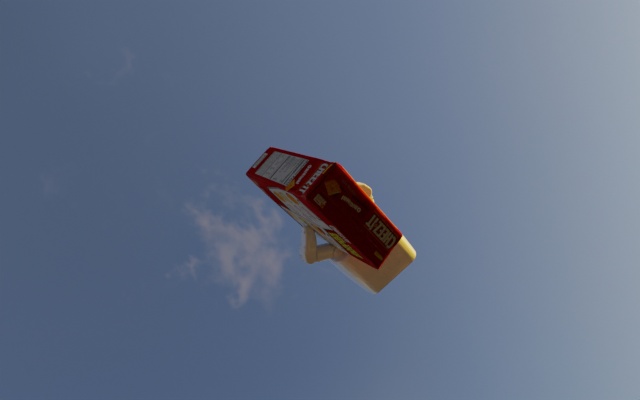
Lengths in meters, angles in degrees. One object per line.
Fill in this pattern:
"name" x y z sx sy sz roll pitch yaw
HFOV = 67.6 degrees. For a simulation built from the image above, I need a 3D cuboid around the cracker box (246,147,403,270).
"cracker box" 0.000 0.002 0.719 0.164 0.072 0.213 45 -12 -29
